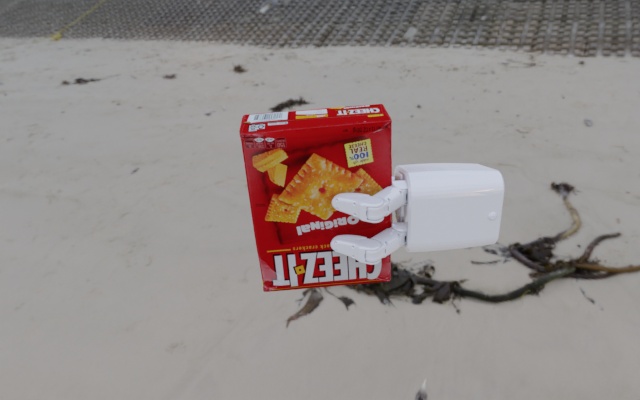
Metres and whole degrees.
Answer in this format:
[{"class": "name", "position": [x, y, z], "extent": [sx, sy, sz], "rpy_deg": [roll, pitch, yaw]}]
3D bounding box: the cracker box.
[{"class": "cracker box", "position": [0.000, 0.002, 0.570], "extent": [0.164, 0.214, 0.072], "rpy_deg": [-4, 27, -1]}]
